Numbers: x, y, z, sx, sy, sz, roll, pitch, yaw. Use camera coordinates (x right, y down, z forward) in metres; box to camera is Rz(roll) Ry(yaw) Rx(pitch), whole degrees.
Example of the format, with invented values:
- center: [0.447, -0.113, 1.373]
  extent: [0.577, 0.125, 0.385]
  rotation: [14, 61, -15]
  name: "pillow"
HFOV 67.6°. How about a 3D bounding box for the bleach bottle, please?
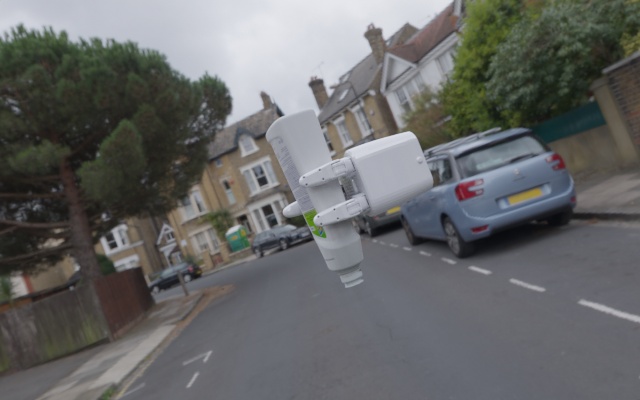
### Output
- center: [0.000, 0.002, 0.684]
  extent: [0.068, 0.251, 0.102]
  rotation: [-21, -1, -17]
  name: "bleach bottle"
